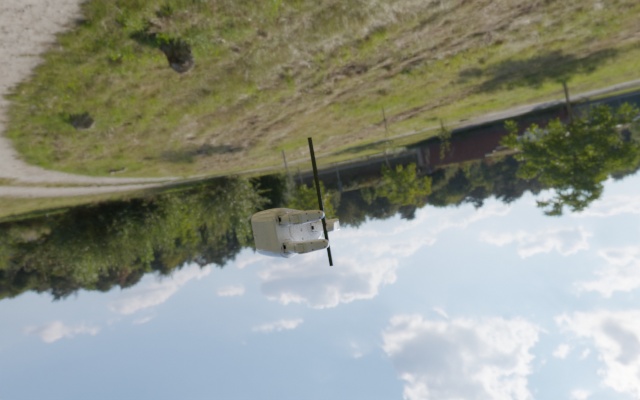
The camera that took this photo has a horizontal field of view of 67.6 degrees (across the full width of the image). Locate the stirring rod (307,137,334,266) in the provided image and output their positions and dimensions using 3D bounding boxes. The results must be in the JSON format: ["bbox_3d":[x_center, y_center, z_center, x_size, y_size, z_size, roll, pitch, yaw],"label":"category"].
[{"bbox_3d":[0.000,0.003,0.882,0.011,0.239,0.011,-10,2,0],"label":"stirring rod"}]
